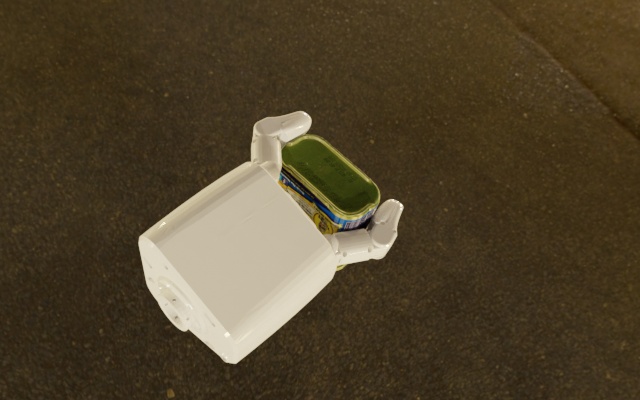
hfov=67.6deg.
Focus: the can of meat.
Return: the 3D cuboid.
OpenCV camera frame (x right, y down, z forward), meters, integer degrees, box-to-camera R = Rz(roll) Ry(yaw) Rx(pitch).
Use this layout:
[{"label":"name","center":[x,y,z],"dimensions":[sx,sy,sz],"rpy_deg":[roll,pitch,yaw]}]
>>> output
[{"label":"can of meat","center":[0.000,0.001,0.440],"dimensions":[0.057,0.102,0.084],"rpy_deg":[-35,-23,-33]}]
